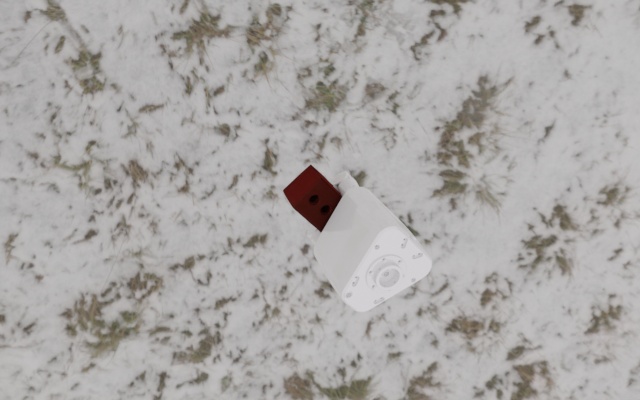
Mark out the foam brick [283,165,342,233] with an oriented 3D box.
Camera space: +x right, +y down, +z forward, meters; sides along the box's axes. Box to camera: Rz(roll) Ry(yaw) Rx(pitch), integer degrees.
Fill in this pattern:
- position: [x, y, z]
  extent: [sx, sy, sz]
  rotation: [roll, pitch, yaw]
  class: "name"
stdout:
- position: [0.000, 0.002, 0.620]
  extent: [0.078, 0.053, 0.051]
  rotation: [42, 7, -29]
  class: "foam brick"
